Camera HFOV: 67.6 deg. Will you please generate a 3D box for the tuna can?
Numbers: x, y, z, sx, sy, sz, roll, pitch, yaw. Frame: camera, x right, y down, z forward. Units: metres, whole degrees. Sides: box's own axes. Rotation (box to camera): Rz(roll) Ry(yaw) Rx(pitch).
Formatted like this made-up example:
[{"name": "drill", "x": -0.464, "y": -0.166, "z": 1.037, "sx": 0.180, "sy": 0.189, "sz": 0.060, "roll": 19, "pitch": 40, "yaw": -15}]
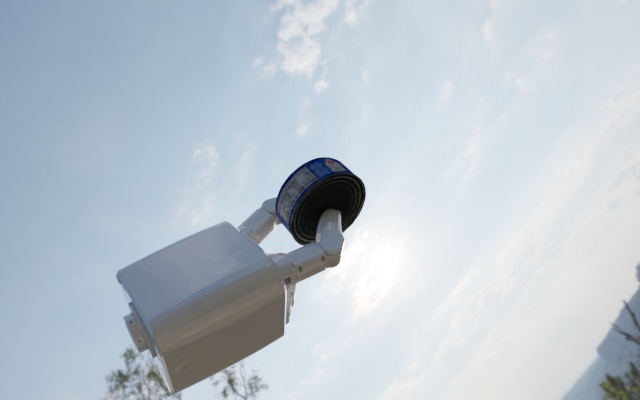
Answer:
[{"name": "tuna can", "x": 0.000, "y": 0.001, "z": 0.463, "sx": 0.086, "sy": 0.086, "sz": 0.033, "roll": 0, "pitch": 34, "yaw": -41}]
